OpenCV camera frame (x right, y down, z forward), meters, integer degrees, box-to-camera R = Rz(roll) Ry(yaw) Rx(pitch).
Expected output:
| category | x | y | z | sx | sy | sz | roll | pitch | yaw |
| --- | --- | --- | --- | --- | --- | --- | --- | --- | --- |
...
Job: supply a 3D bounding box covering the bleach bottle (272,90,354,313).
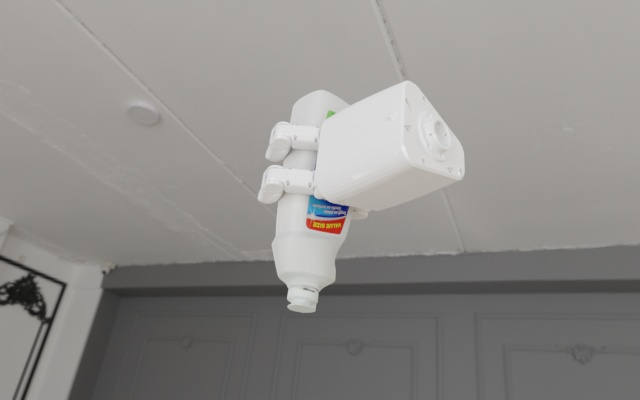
| category | x | y | z | sx | sy | sz | roll | pitch | yaw |
| --- | --- | --- | --- | --- | --- | --- | --- | --- | --- |
| bleach bottle | 0.000 | 0.002 | 0.540 | 0.068 | 0.250 | 0.102 | -20 | -38 | 41 |
